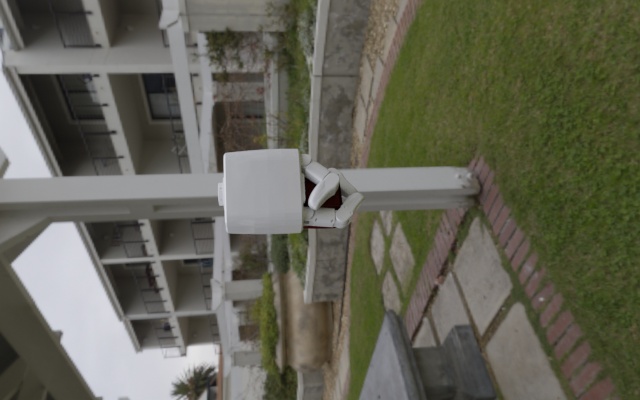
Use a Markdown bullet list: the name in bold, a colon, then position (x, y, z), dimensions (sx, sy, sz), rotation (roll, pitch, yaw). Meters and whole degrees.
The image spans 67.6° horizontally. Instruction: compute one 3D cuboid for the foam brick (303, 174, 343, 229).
- **foam brick**: position (0.000, 0.003, 0.709), dimensions (0.051, 0.053, 0.078), rotation (-2, -30, -7)
